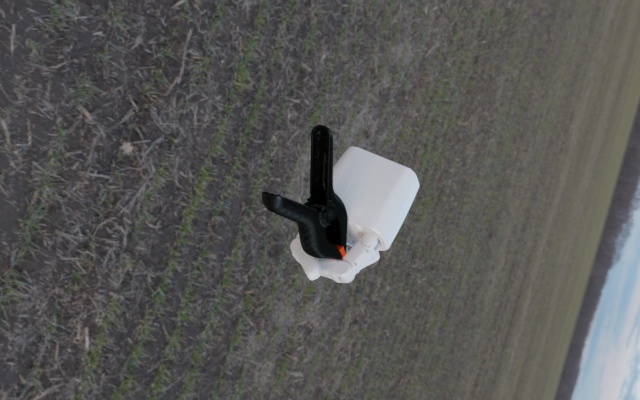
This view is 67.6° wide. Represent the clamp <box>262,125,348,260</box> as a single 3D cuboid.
[{"bbox_3d":[0.001,0.002,0.548,0.039,0.120,0.172,20,-25,32],"label":"clamp"}]
